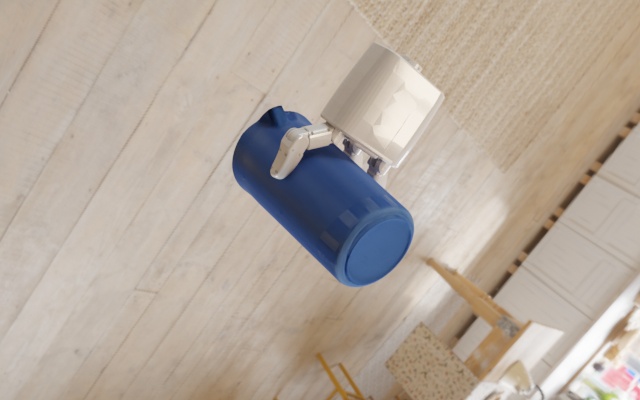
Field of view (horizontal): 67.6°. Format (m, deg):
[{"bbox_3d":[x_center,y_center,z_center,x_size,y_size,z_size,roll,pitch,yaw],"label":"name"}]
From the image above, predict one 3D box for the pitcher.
[{"bbox_3d":[0.000,0.002,0.598,0.149,0.145,0.242,26,13,-46],"label":"pitcher"}]
